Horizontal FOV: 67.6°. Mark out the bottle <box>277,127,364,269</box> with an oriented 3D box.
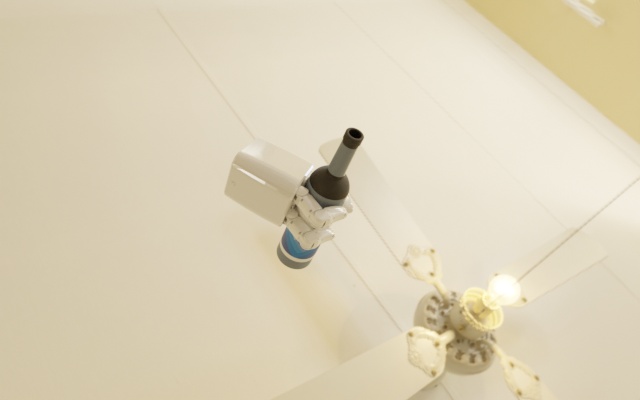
[{"bbox_3d":[0.000,0.003,0.757,0.069,0.069,0.296,0,-40,-25],"label":"bottle"}]
